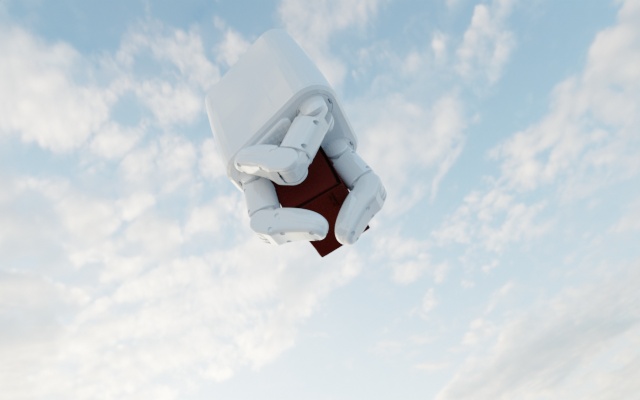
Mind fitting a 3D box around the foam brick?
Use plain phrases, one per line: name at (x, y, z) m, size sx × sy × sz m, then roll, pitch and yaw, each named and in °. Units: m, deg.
foam brick at (0.000, 0.002, 0.409) m, size 0.053 × 0.051 × 0.078 m, roll -31°, pitch -39°, yaw 3°
